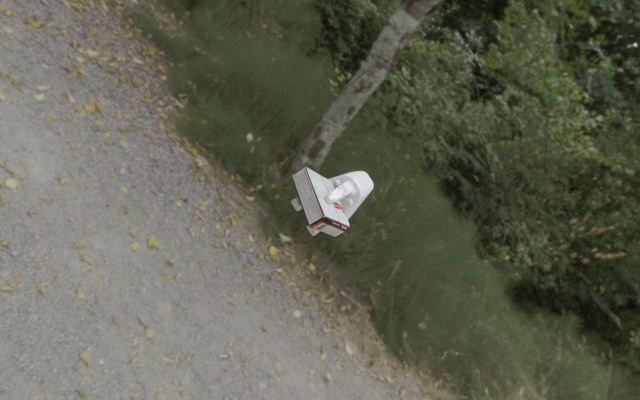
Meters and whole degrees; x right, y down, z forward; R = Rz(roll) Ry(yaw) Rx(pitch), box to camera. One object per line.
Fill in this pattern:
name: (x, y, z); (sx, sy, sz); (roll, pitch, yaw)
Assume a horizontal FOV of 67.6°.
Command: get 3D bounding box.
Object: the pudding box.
pudding box: (0.000, 0.003, 0.860); (0.039, 0.113, 0.090); (-35, -32, 21)
